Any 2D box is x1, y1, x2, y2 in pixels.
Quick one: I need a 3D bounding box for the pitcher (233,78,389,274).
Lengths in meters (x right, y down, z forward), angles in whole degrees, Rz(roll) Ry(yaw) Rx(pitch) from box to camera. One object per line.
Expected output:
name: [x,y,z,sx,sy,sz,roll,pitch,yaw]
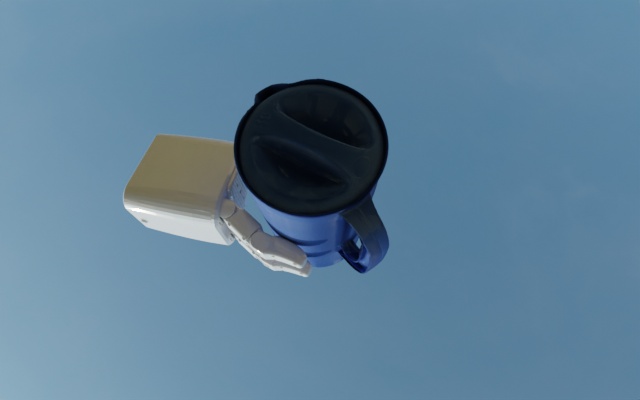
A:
pitcher: [0.000,0.002,0.510,0.145,0.149,0.243,8,-21,5]
